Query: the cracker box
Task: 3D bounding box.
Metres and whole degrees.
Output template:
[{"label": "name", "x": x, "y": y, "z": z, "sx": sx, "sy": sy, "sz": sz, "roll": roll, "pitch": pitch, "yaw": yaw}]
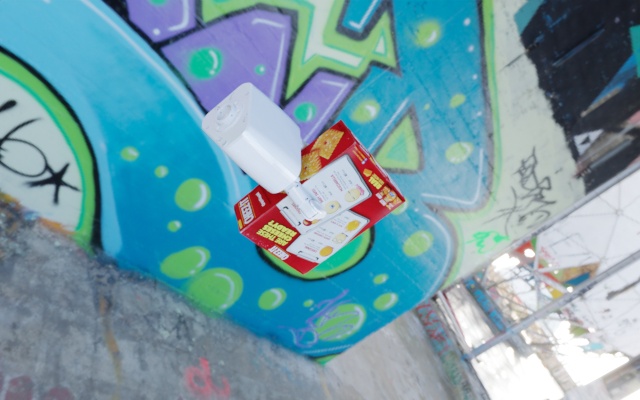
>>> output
[{"label": "cracker box", "x": 0.000, "y": 0.002, "z": 0.742, "sx": 0.214, "sy": 0.072, "sz": 0.164, "roll": -37, "pitch": -47, "yaw": 12}]
